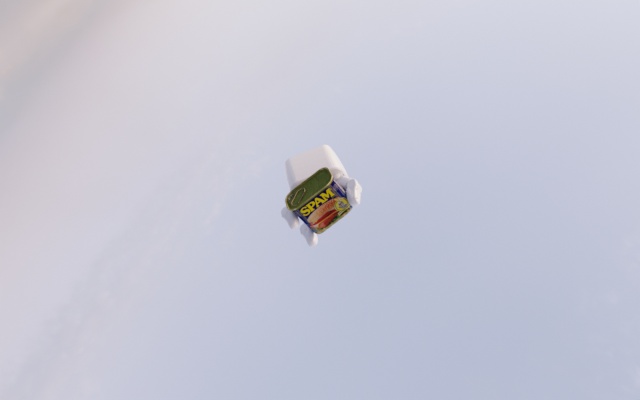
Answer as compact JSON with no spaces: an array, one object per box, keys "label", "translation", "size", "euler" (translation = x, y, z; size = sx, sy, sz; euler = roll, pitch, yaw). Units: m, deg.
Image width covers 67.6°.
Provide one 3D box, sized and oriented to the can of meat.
[{"label":"can of meat","translation":[0.000,0.003,0.885],"size":[0.102,0.084,0.057],"euler":[-37,35,8]}]
